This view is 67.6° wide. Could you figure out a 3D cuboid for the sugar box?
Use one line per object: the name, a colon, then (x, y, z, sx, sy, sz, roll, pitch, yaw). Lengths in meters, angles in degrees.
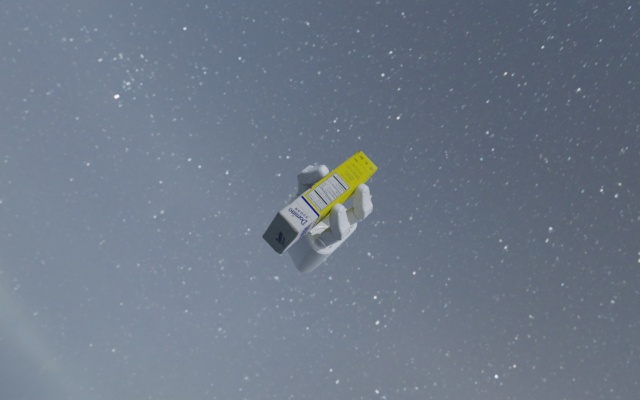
sugar box: (0.001, 0.003, 0.702, 0.176, 0.048, 0.093, -42, -5, -32)
